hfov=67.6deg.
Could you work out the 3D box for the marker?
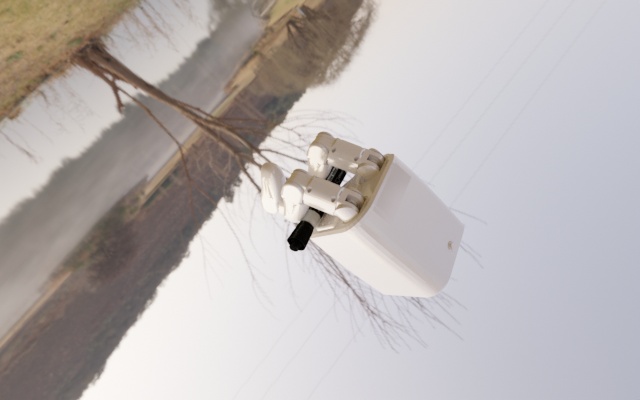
[{"bbox_3d":[0.000,0.001,0.464,0.020,0.020,0.121,0,44,34],"label":"marker"}]
